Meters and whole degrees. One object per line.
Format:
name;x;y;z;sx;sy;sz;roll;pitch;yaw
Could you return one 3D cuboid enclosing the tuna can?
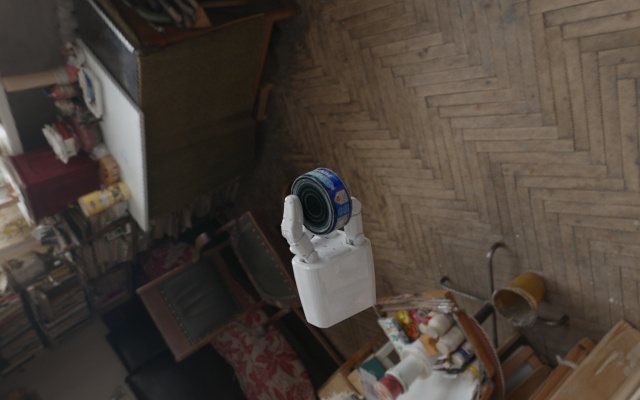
tuna can;0.000;0.002;0.631;0.033;0.086;0.086;-24;15;-38
